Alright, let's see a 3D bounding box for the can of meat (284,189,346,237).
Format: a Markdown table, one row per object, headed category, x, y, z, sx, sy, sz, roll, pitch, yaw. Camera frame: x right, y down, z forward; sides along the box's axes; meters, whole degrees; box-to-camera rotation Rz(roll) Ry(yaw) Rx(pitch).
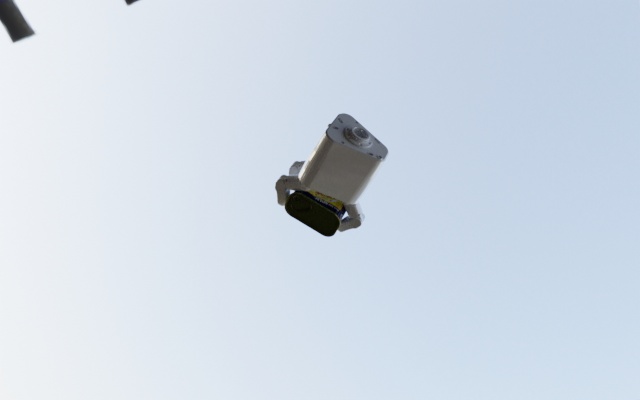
| category | x | y | z | sx | sy | sz | roll | pitch | yaw |
| --- | --- | --- | --- | --- | --- | --- | --- | --- | --- |
| can of meat | 0.000 | 0.003 | 0.850 | 0.102 | 0.057 | 0.084 | 31 | 42 | 3 |
